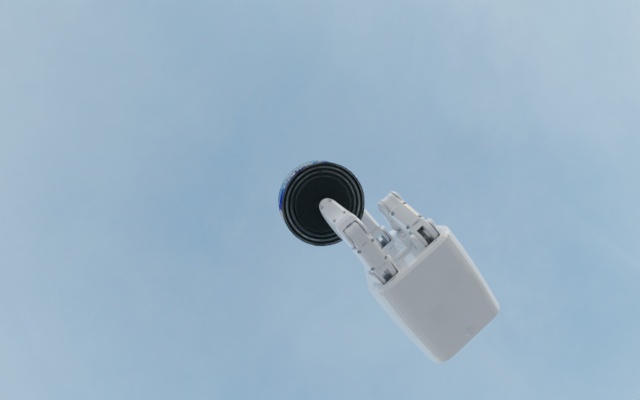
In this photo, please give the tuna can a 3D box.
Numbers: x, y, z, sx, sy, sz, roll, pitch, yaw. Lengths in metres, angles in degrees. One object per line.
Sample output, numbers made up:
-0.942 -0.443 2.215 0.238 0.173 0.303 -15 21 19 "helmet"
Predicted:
0.000 0.001 0.492 0.086 0.086 0.033 0 10 -13 "tuna can"
